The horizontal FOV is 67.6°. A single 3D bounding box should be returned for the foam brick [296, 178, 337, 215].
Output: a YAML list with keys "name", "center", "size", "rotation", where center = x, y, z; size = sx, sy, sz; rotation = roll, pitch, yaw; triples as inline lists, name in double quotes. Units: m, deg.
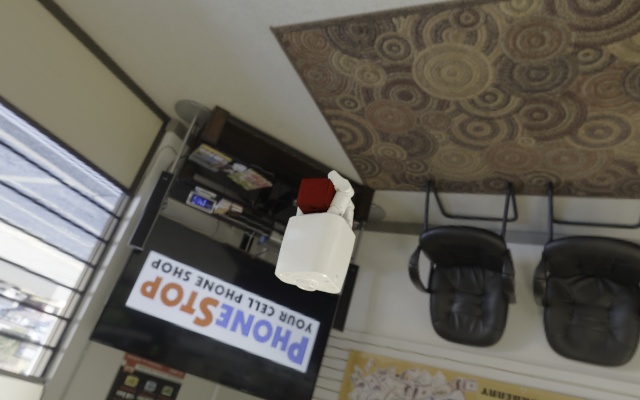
- name: "foam brick"
  center: [0.000, 0.002, 0.818]
  size: [0.053, 0.051, 0.078]
  rotation: [1, -30, 24]
